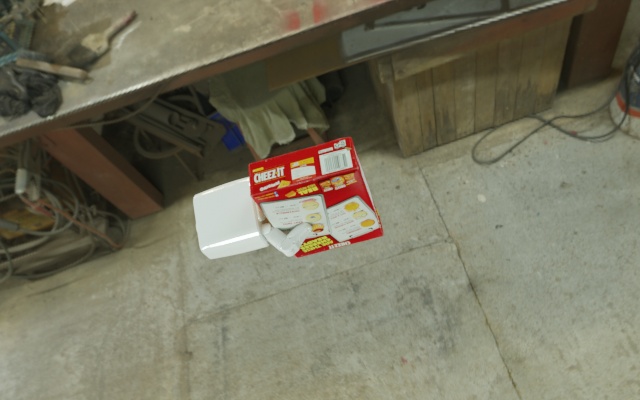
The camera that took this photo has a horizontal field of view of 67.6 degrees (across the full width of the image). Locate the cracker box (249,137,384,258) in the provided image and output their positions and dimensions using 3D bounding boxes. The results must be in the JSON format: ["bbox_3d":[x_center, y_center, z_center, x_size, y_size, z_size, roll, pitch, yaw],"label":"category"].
[{"bbox_3d":[0.000,0.003,0.774,0.164,0.072,0.214,-15,-34,9],"label":"cracker box"}]
